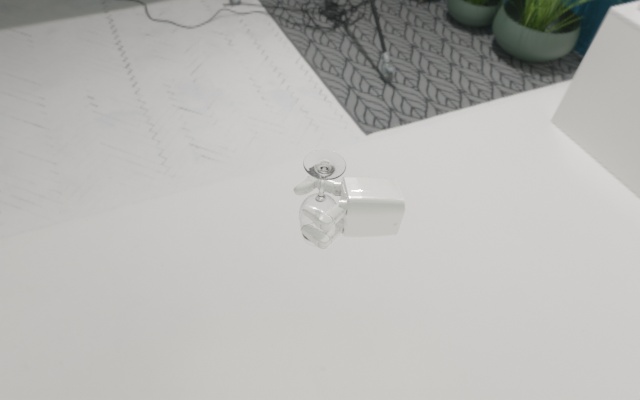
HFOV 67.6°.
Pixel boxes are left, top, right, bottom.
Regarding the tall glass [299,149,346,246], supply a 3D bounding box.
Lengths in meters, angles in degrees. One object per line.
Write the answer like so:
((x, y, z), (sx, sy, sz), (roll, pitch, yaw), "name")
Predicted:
((0.000, 0.002, 0.893), (0.079, 0.079, 0.201), (0, -41, -6), "tall glass")
